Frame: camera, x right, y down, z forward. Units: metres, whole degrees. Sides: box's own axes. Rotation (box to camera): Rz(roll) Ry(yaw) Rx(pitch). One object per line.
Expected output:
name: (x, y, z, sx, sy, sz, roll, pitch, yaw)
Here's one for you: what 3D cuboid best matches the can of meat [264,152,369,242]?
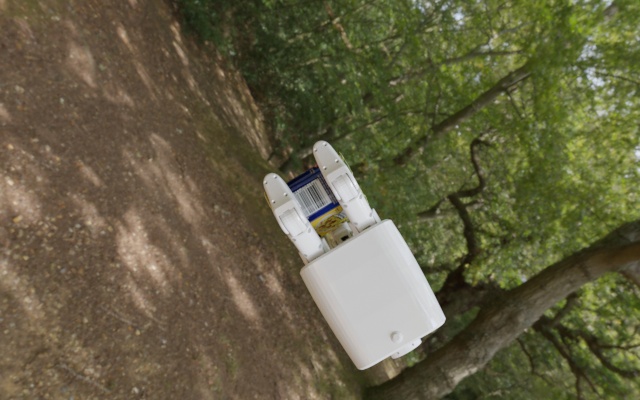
can of meat: (0.000, 0.001, 0.491, 0.084, 0.057, 0.102, -30, -15, 2)
